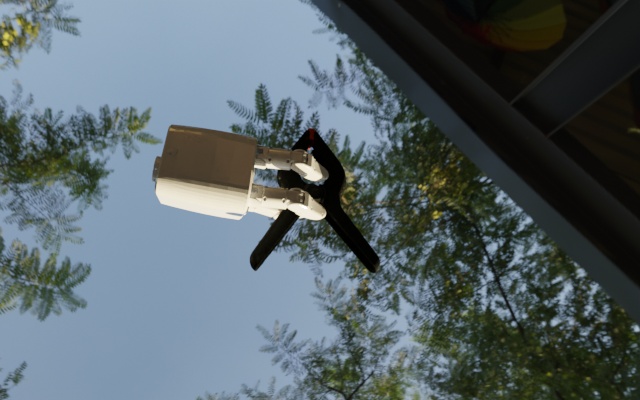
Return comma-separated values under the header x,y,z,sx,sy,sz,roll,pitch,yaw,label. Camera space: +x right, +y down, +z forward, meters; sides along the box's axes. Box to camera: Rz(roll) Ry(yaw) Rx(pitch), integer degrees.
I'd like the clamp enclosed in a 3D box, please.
x,y,z,sx,sy,sz,roll,pitch,yaw,label
0.000,0.002,0.631,0.164,0.210,0.036,10,-27,-12,clamp
